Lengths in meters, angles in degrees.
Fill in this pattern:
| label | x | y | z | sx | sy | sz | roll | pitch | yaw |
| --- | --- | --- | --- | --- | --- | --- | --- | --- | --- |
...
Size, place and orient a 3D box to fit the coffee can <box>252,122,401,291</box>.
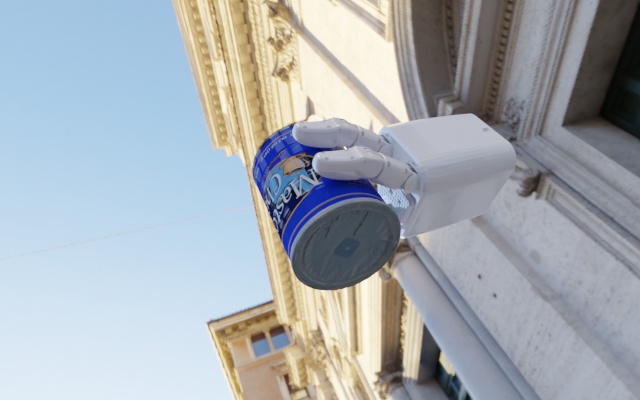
| label | x | y | z | sx | sy | sz | roll | pitch | yaw |
| --- | --- | --- | --- | --- | --- | --- | --- | --- | --- |
| coffee can | 0.000 | 0.002 | 0.464 | 0.103 | 0.103 | 0.140 | 0 | 36 | -25 |
